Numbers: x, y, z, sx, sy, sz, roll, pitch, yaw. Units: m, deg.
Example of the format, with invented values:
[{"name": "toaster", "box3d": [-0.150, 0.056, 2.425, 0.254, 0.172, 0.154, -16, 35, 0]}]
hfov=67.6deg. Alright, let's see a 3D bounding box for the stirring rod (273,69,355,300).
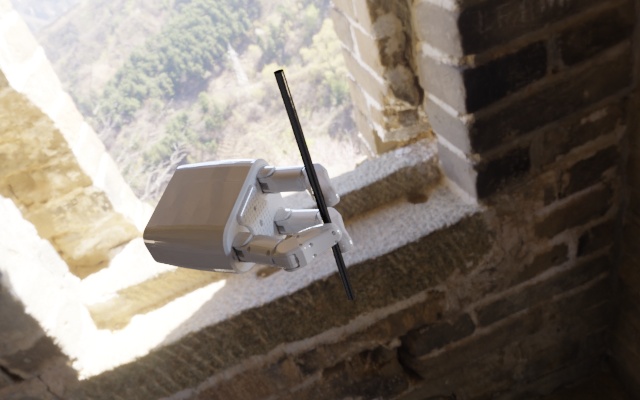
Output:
[{"name": "stirring rod", "box3d": [0.000, 0.001, 0.416, 0.011, 0.240, 0.011, -12, 33, 8]}]
